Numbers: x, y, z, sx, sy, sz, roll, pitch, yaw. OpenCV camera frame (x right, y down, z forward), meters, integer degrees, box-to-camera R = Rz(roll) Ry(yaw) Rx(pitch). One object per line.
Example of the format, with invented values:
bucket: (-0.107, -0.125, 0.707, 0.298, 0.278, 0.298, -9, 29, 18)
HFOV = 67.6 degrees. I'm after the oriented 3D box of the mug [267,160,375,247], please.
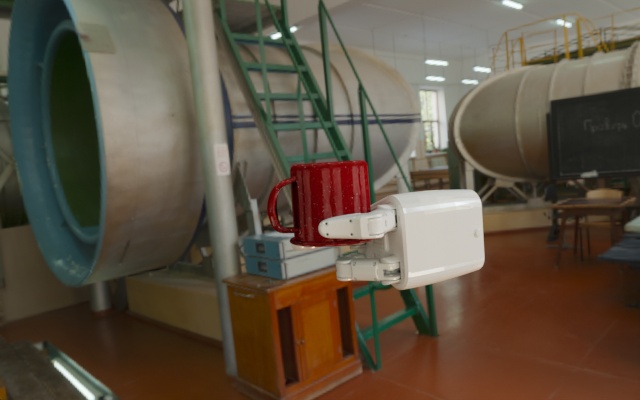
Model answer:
mug: (-0.001, 0.002, 0.495, 0.117, 0.081, 0.093, -6, 5, -25)
